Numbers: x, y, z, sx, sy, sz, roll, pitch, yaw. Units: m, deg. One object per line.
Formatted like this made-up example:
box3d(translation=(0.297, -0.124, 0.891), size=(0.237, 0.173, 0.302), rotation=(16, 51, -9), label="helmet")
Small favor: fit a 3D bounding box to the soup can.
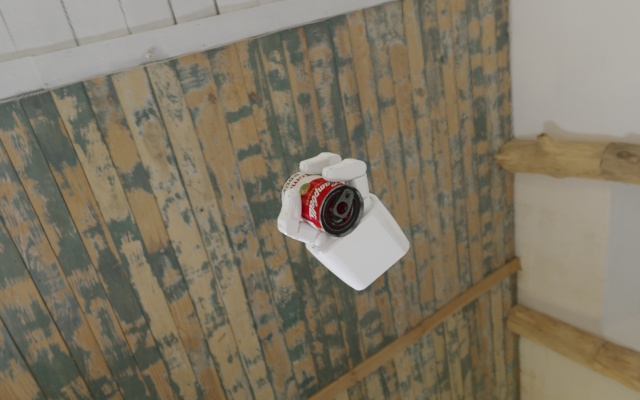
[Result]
box3d(translation=(0.000, 0.002, 0.633), size=(0.068, 0.068, 0.102), rotation=(0, 13, -35), label="soup can")
